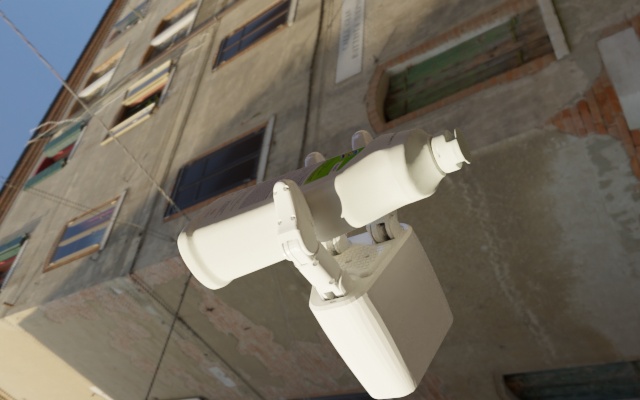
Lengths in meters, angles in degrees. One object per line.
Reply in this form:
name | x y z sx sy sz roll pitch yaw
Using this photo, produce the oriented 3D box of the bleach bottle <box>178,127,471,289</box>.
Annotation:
bleach bottle | 0.000 0.001 0.404 0.251 0.068 0.102 -20 20 30
